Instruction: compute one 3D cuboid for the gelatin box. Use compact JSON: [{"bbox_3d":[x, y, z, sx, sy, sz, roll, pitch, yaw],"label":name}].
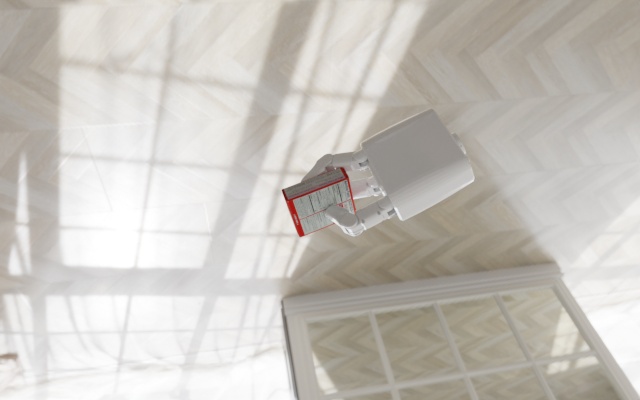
[{"bbox_3d":[0.000,0.003,0.647,0.089,0.073,0.030,-22,44,-6],"label":"gelatin box"}]
